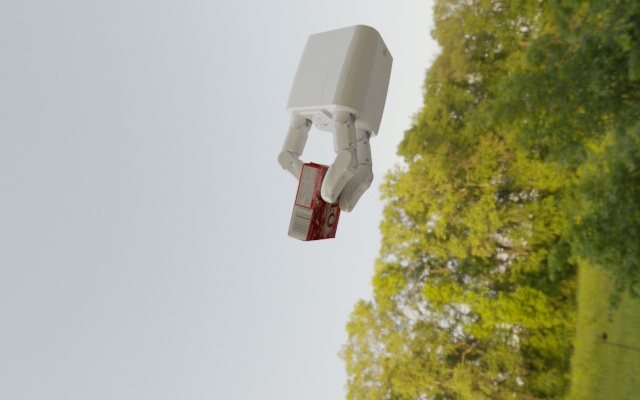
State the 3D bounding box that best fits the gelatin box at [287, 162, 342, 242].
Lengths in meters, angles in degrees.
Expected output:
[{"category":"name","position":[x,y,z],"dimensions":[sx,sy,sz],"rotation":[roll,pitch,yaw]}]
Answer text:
[{"category":"gelatin box","position":[0.000,0.002,0.565],"dimensions":[0.030,0.089,0.073],"rotation":[16,6,27]}]
